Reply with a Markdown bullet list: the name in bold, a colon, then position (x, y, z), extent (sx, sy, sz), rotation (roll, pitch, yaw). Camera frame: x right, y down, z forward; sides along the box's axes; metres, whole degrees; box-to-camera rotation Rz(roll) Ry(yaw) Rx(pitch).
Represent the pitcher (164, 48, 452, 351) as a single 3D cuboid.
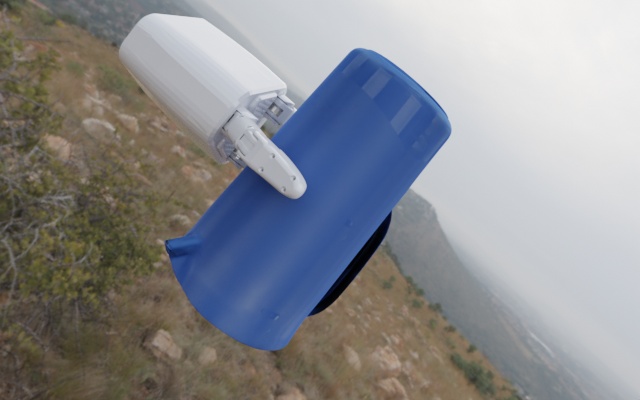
- **pitcher**: position (0.000, 0.001, 0.417), extent (0.145, 0.243, 0.149), rotation (41, 8, 4)
